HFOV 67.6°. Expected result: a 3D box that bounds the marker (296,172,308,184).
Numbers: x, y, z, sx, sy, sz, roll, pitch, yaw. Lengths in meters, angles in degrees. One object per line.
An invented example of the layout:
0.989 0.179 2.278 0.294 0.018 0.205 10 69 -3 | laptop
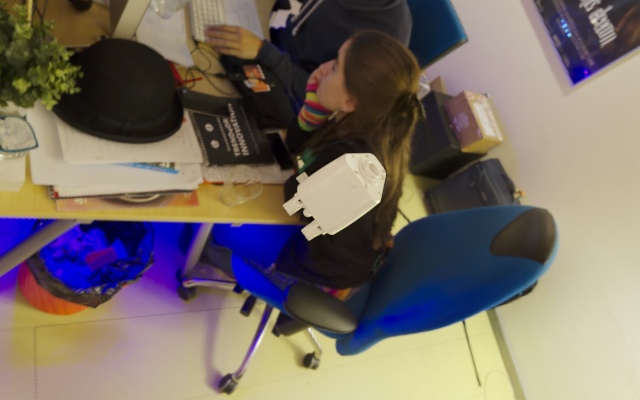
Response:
0.000 0.003 0.855 0.020 0.121 0.020 -37 3 2 | marker
